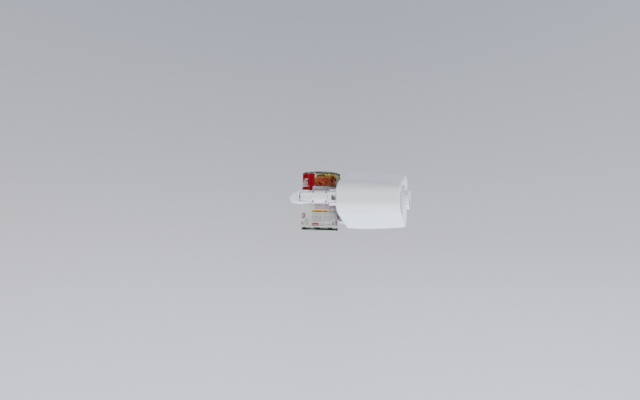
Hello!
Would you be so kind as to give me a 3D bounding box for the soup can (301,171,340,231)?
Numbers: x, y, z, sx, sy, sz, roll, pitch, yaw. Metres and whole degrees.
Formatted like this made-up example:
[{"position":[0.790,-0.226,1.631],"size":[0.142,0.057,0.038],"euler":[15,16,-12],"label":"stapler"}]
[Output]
[{"position":[0.000,0.003,0.857],"size":[0.068,0.102,0.068],"euler":[2,-4,0],"label":"soup can"}]
